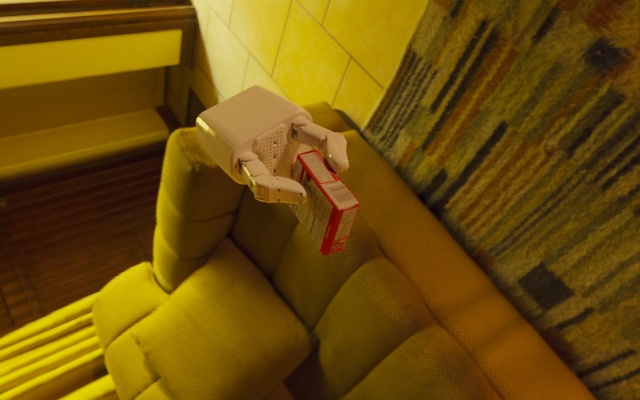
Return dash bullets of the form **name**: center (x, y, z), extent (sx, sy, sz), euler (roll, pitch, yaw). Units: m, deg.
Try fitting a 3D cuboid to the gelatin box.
- **gelatin box**: center (0.000, 0.002, 0.508), extent (0.030, 0.073, 0.089), euler (-15, 52, -29)
